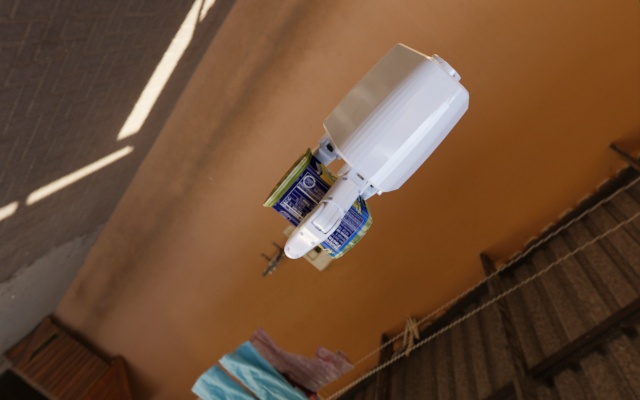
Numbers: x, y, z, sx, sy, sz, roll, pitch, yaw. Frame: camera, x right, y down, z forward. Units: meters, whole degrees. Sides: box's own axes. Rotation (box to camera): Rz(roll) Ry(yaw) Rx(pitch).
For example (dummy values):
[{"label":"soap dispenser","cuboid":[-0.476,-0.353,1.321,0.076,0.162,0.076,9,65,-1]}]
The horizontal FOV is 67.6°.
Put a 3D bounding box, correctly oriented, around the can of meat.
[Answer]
[{"label":"can of meat","cuboid":[0.000,0.002,0.456,0.084,0.057,0.102,40,11,-7]}]
